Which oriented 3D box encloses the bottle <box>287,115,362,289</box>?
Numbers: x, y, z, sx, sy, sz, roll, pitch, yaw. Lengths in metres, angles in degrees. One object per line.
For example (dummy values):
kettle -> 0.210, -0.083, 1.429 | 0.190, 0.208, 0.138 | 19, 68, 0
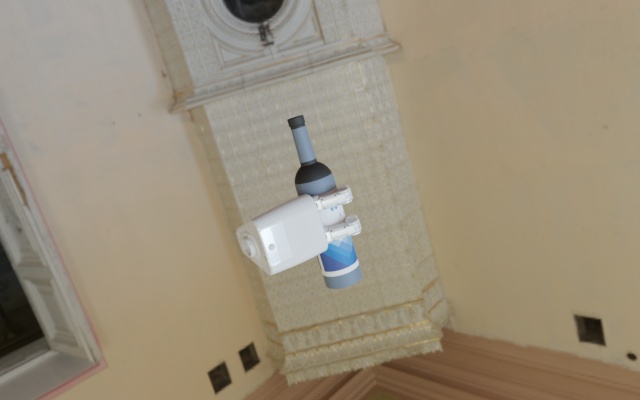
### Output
bottle -> 0.000, 0.003, 0.805 | 0.069, 0.296, 0.069 | -16, 13, 4
